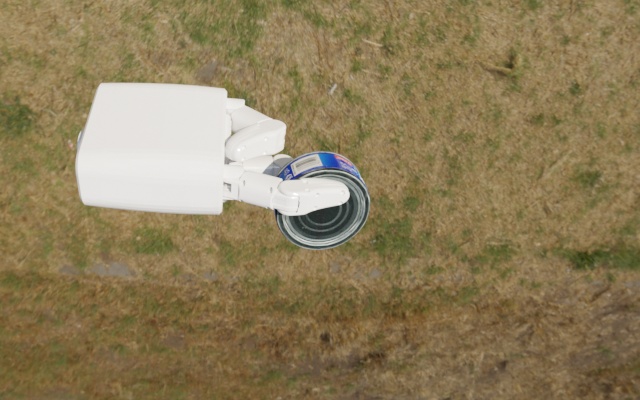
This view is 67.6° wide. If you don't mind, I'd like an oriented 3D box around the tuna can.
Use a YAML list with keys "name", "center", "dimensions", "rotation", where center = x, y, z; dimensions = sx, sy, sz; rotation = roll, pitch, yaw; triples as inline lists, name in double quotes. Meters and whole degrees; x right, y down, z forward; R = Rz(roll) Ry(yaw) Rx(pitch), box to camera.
- name: "tuna can"
  center: [0.000, 0.002, 0.425]
  dimensions: [0.086, 0.086, 0.033]
  rotation: [0, 31, -13]
